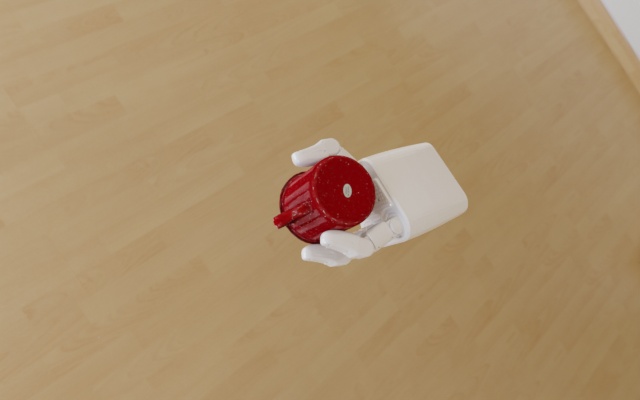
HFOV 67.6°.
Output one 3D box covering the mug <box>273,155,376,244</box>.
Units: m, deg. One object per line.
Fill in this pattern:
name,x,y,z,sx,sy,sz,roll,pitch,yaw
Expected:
mug,-0.001,0.002,0.540,0.117,0.093,0.081,-21,-5,-29
